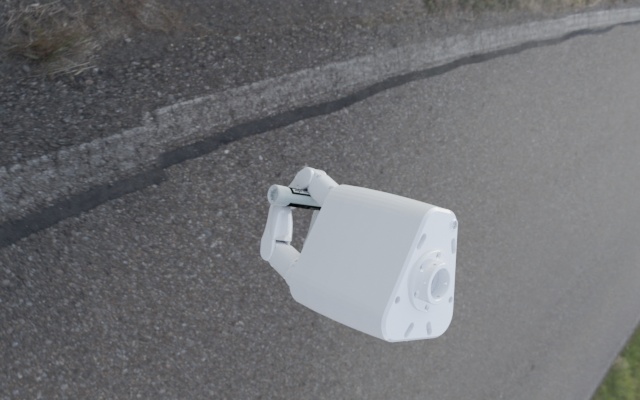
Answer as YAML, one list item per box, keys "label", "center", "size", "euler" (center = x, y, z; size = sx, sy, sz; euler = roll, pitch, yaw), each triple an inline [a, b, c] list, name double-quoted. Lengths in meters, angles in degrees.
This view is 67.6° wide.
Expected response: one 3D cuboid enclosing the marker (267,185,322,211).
- label: "marker"
  center: [0.000, 0.002, 0.482]
  size: [0.121, 0.020, 0.020]
  euler: [9, -6, -43]
